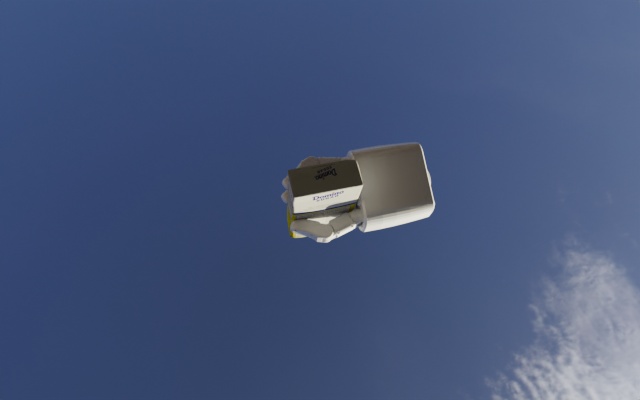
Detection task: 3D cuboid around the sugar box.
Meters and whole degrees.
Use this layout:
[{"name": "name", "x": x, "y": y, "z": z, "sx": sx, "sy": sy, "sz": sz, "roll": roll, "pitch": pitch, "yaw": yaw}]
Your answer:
[{"name": "sugar box", "x": 0.000, "y": 0.002, "z": 0.679, "sx": 0.093, "sy": 0.048, "sz": 0.176, "roll": -10, "pitch": -23, "yaw": -9}]
